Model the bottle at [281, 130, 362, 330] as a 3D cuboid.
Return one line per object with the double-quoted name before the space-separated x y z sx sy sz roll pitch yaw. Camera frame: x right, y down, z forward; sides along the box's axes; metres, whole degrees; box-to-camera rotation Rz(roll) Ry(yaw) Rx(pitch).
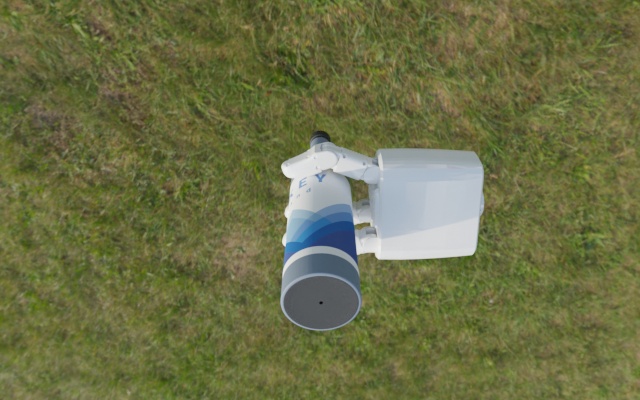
"bottle" 0.000 0.002 0.510 0.069 0.069 0.295 0 34 0
